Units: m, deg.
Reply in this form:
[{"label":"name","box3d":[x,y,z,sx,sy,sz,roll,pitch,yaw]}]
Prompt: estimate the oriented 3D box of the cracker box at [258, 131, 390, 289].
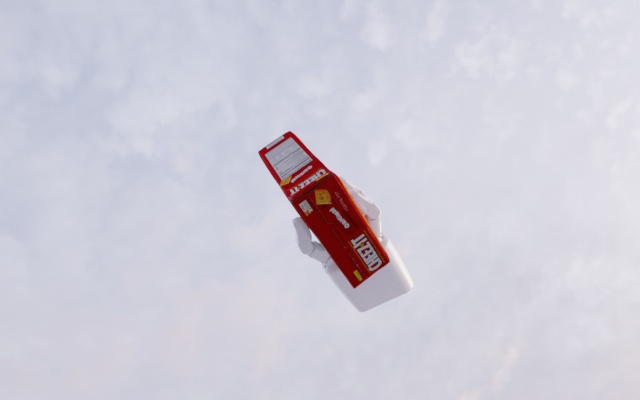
[{"label":"cracker box","box3d":[0.000,0.002,0.690,0.072,0.164,0.213,-36,28,-2]}]
